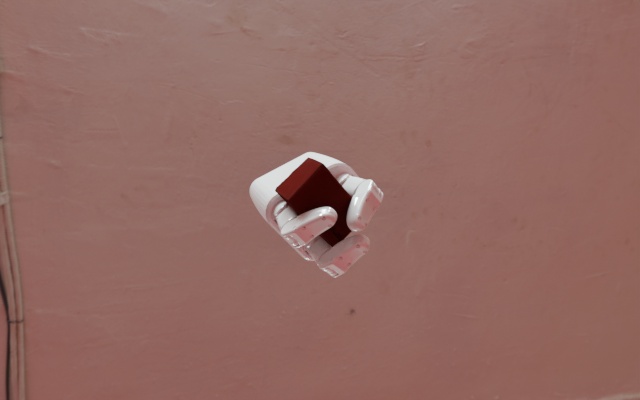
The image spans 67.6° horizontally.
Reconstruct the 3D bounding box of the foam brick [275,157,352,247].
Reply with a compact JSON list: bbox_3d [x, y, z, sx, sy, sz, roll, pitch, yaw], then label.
[{"bbox_3d":[0.000,0.001,0.501,0.078,0.053,0.051,48,-5,-25],"label":"foam brick"}]
